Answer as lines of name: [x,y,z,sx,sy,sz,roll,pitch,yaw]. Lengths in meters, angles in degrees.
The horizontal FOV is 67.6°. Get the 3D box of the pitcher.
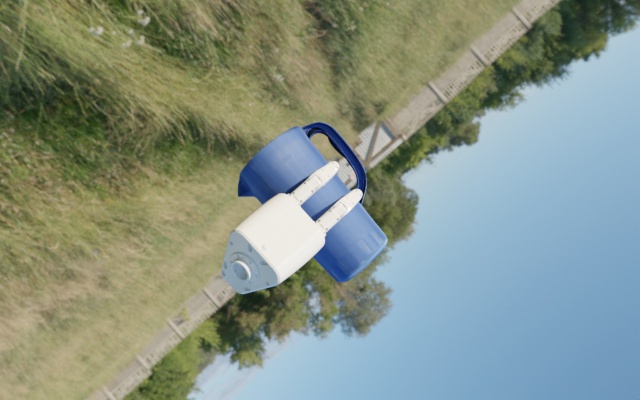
pitcher: [0.000,0.003,0.770,0.149,0.243,0.145,-44,-3,42]
